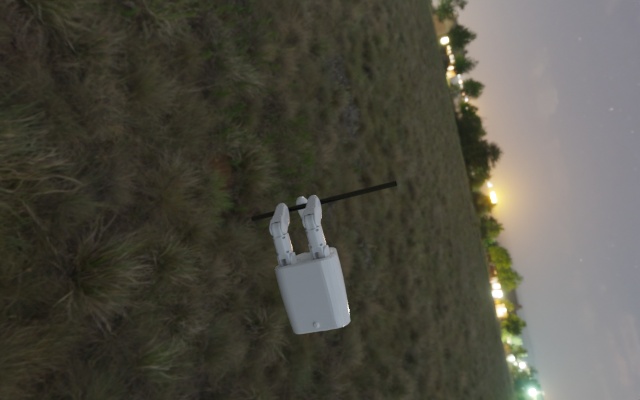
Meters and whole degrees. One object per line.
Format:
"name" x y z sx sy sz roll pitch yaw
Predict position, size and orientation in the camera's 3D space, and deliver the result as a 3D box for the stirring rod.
"stirring rod" 0.000 0.002 0.737 0.239 0.011 0.011 -14 -5 19
